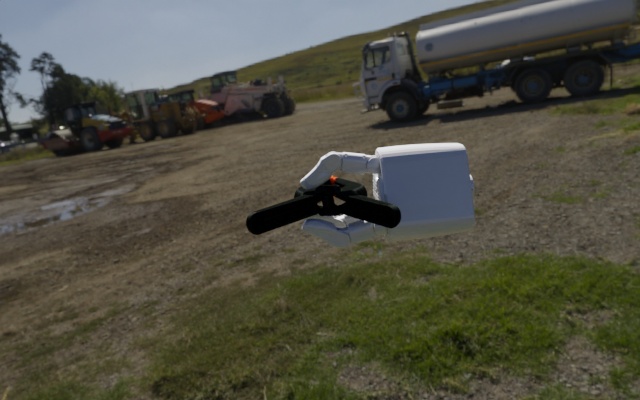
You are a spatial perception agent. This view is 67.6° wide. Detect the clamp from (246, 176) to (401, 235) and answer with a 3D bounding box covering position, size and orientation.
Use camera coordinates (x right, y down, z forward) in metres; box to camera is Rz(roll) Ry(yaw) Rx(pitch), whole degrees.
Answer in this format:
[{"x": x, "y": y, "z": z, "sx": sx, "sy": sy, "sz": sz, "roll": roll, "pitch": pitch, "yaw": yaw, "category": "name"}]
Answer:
[{"x": 0.000, "y": 0.001, "z": 0.589, "sx": 0.164, "sy": 0.036, "sz": 0.210, "roll": -4, "pitch": 13, "yaw": -1, "category": "clamp"}]
